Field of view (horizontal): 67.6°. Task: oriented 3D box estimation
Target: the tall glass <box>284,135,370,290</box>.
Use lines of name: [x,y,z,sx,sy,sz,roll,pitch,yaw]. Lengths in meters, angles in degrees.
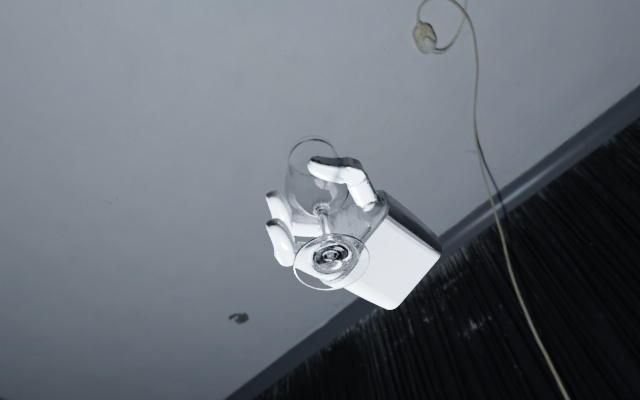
tall glass: [0.000,0.002,0.535,0.079,0.079,0.201,0,37,-8]
